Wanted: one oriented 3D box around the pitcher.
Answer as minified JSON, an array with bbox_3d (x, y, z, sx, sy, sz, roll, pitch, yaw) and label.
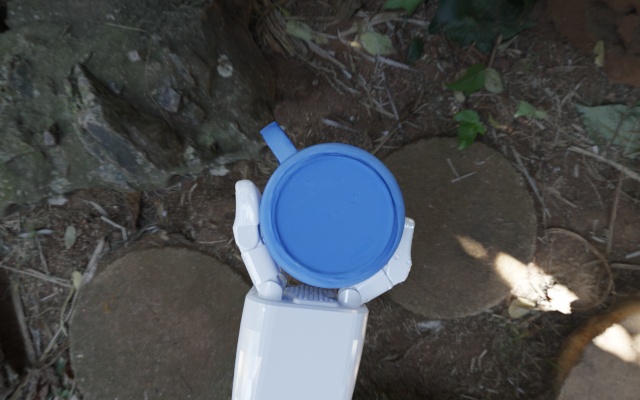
[{"bbox_3d":[0.000,0.002,0.462,0.149,0.145,0.243,11,0,-1],"label":"pitcher"}]
